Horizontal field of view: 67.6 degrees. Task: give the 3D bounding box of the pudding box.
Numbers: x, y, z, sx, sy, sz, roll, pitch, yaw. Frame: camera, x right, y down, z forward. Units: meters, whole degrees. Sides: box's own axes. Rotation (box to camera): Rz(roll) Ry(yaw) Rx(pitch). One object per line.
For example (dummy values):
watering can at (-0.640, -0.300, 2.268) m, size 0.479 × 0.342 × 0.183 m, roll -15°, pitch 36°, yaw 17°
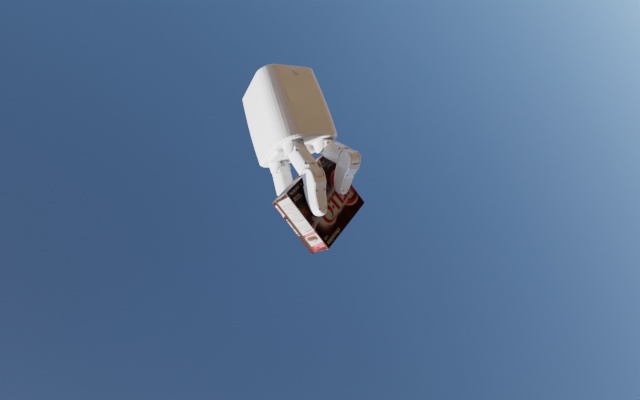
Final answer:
pudding box at (0.000, 0.002, 0.634) m, size 0.039 × 0.090 × 0.113 m, roll -27°, pitch 15°, yaw 46°
